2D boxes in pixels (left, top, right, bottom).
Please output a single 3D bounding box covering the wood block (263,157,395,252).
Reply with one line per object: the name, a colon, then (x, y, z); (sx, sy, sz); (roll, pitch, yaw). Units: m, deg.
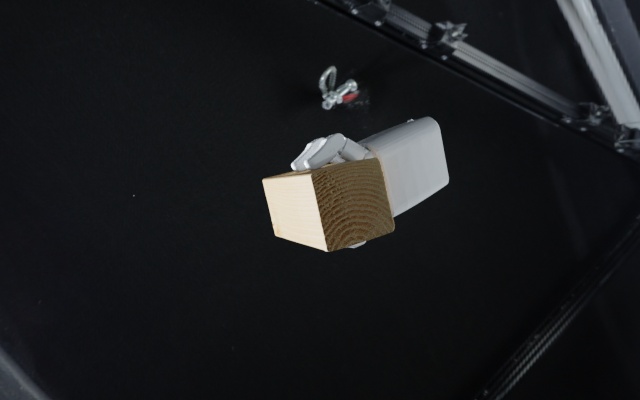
wood block: (0.000, 0.002, 0.629); (0.090, 0.091, 0.206); (-16, 6, -20)
